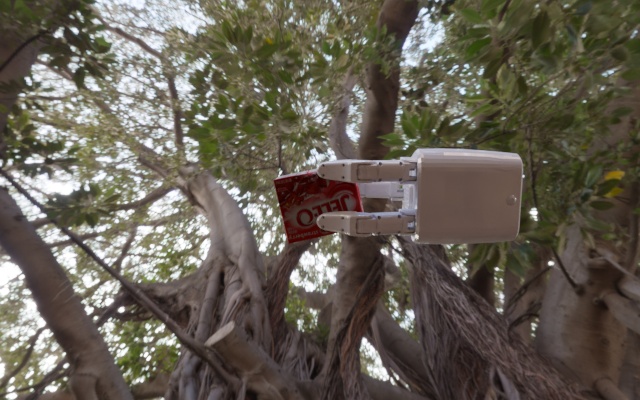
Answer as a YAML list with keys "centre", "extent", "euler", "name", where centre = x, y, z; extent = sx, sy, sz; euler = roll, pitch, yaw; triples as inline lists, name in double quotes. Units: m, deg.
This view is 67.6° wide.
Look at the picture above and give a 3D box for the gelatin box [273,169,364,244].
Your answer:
- centre: [0.000, 0.002, 0.526]
  extent: [0.089, 0.073, 0.030]
  euler: [-12, 8, 7]
  name: "gelatin box"
